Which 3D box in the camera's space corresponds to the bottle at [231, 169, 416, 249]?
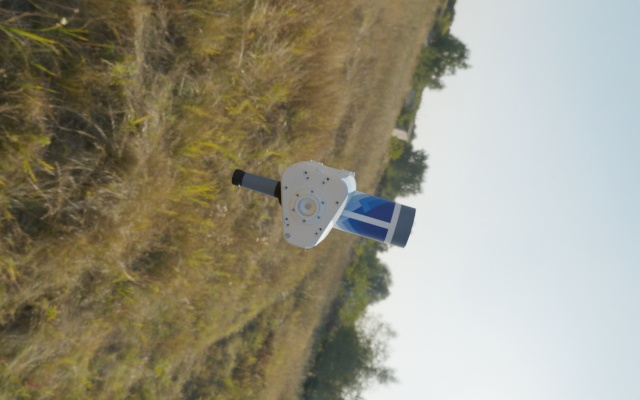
[{"bbox_3d":[0.000,0.003,0.764,0.295,0.069,0.069,16,2,6],"label":"bottle"}]
